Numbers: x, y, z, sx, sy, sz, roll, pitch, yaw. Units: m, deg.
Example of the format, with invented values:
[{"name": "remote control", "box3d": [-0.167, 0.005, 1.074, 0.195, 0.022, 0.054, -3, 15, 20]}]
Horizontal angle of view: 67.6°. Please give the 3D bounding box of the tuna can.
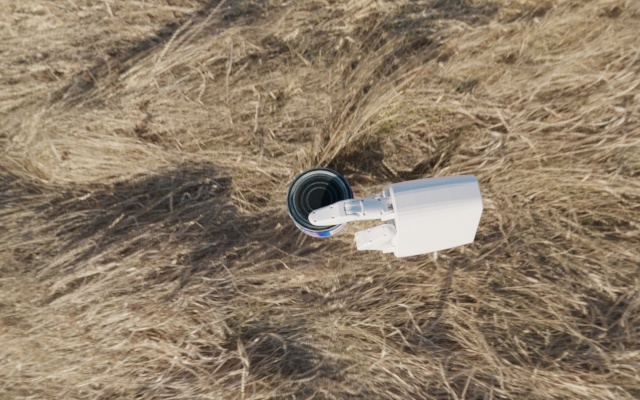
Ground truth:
[{"name": "tuna can", "box3d": [0.000, 0.002, 0.605, 0.086, 0.086, 0.034, 0, -13, 7]}]
